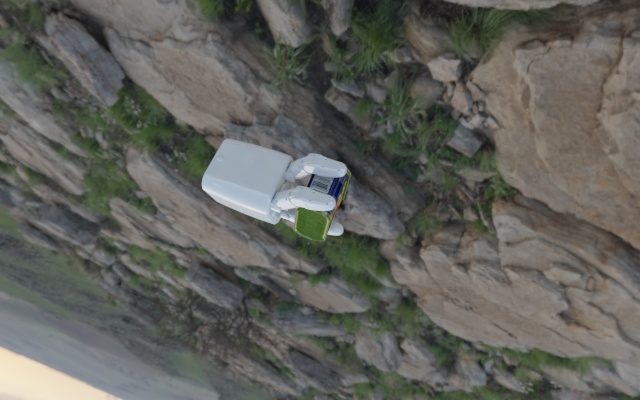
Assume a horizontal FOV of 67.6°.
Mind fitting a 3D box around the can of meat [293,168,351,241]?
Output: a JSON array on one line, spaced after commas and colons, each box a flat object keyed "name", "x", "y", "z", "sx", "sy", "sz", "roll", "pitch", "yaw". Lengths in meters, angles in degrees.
[{"name": "can of meat", "x": 0.000, "y": 0.003, "z": 0.700, "sx": 0.057, "sy": 0.084, "sz": 0.102, "roll": 21, "pitch": -29, "yaw": 5}]
